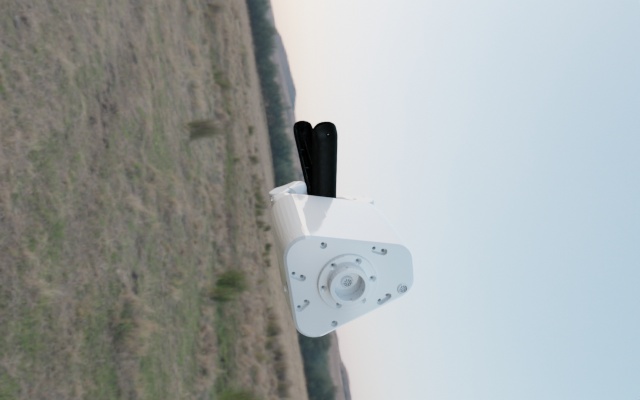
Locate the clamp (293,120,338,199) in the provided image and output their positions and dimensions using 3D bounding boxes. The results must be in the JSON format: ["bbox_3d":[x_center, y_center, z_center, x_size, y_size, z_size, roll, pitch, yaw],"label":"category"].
[{"bbox_3d":[0.001,0.002,0.564,0.036,0.210,0.164,-9,18,-8],"label":"clamp"}]
